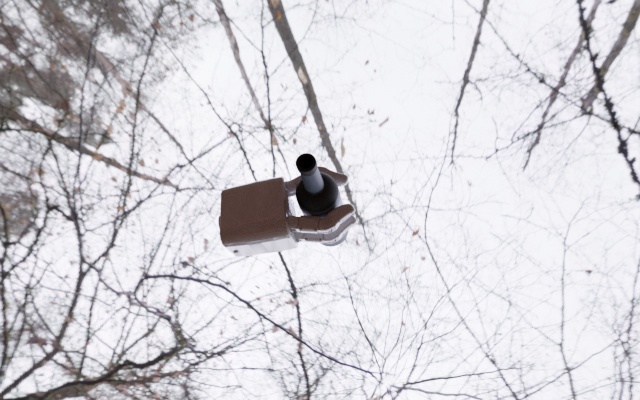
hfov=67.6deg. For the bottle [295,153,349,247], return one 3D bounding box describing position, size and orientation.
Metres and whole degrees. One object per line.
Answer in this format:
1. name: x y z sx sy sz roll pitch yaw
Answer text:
1. bottle: 0.000 0.003 0.754 0.069 0.069 0.296 0 -21 8
